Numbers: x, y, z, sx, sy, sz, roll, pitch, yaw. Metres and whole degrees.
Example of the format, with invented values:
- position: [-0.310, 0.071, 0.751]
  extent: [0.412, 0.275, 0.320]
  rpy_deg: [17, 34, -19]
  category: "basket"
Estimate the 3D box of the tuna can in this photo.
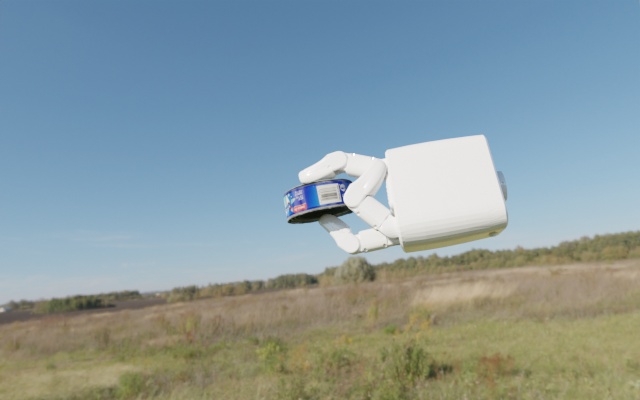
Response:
- position: [0.000, 0.001, 0.563]
  extent: [0.086, 0.033, 0.086]
  rpy_deg: [-11, -11, -2]
  category: "tuna can"
